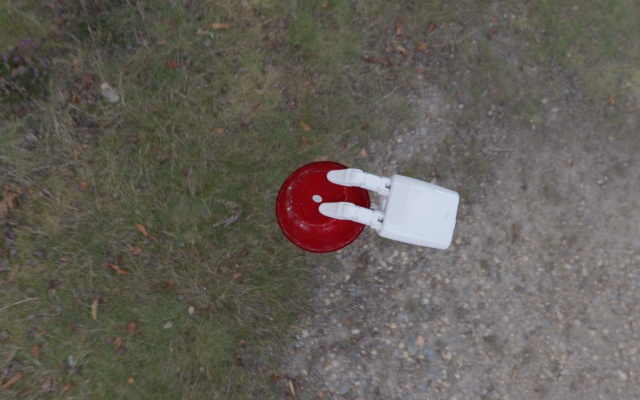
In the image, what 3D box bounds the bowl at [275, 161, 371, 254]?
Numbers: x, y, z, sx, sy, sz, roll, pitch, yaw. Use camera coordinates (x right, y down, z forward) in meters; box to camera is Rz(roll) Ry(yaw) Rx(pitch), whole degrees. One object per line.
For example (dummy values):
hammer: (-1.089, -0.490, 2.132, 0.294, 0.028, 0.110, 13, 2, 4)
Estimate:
bowl: (-0.001, 0.002, 0.780, 0.162, 0.162, 0.055, 0, -15, 7)
